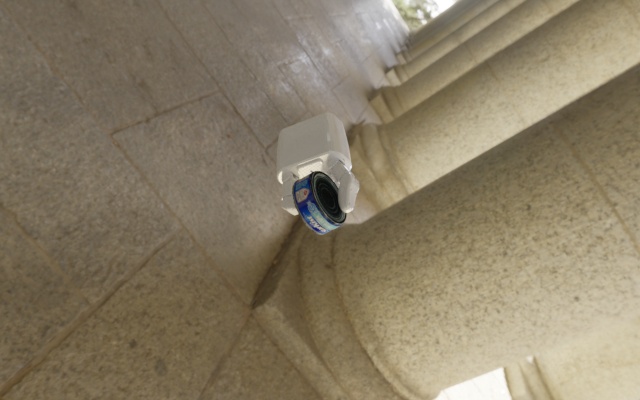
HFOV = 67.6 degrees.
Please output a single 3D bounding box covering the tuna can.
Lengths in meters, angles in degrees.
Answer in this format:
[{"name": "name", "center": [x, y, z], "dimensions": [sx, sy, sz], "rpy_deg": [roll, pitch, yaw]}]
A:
[{"name": "tuna can", "center": [0.001, 0.002, 0.668], "dimensions": [0.034, 0.086, 0.086], "rpy_deg": [-27, -13, 26]}]
